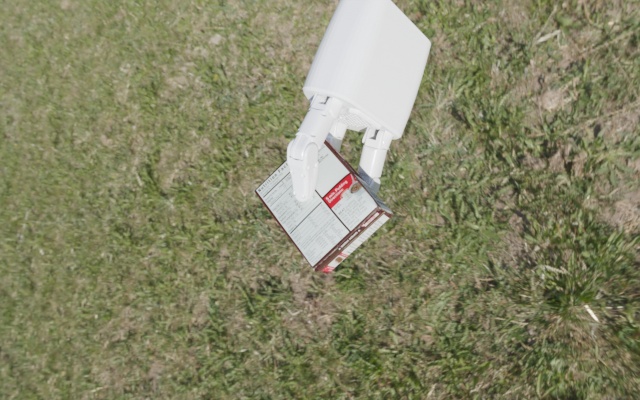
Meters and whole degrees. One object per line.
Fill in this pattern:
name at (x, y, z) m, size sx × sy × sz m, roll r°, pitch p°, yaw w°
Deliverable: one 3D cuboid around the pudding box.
pudding box at (0.000, 0.001, 0.470) m, size 0.090 × 0.113 × 0.039 m, roll -44°, pitch -29°, yaw 10°
